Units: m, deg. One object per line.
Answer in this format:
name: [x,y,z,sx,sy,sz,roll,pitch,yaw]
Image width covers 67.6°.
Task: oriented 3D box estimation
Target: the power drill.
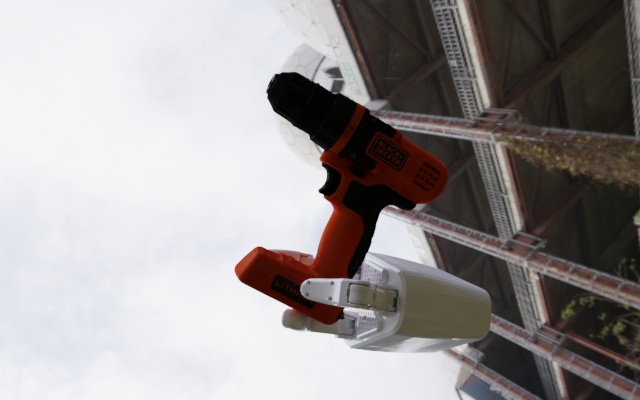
power drill: [0.000,0.002,0.431,0.184,0.187,0.057,30,3,-10]
